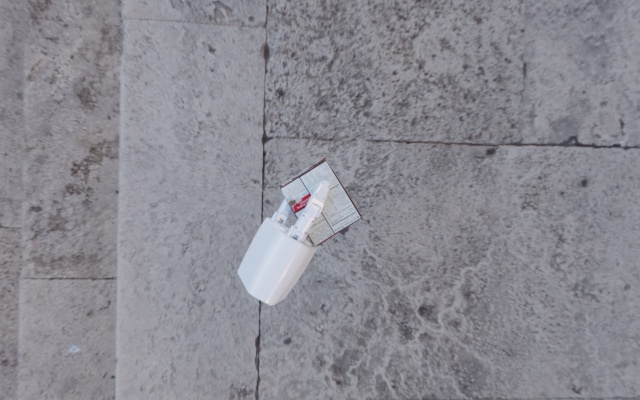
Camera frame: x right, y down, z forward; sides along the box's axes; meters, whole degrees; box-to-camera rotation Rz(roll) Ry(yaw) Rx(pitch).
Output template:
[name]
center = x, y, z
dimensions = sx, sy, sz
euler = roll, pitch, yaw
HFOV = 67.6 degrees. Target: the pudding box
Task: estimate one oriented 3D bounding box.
[pudding box]
center = 0.000, 0.003, 0.753
dimensions = 0.090, 0.113, 0.039
euler = -32, 8, 1
